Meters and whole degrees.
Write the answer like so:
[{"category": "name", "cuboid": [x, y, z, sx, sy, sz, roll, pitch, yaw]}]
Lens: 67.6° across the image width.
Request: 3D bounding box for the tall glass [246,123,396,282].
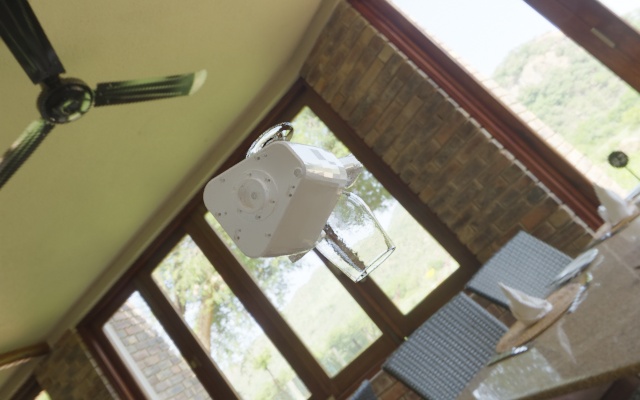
[{"category": "tall glass", "cuboid": [0.000, 0.001, 0.572, 0.079, 0.201, 0.079, -38, -16, -13]}]
